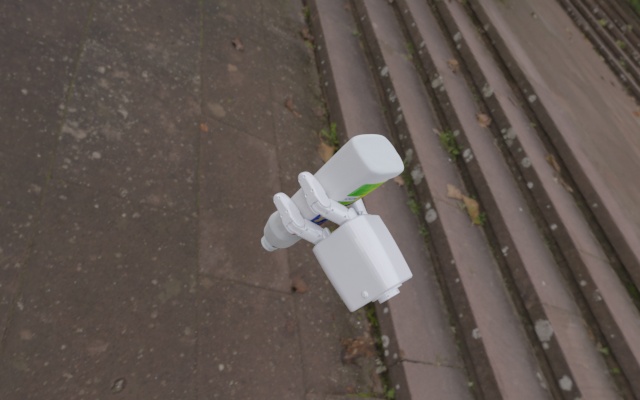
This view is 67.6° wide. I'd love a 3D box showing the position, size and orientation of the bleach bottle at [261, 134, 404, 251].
[{"bbox_3d":[0.000,0.002,0.711,0.251,0.068,0.102,-40,-17,34],"label":"bleach bottle"}]
